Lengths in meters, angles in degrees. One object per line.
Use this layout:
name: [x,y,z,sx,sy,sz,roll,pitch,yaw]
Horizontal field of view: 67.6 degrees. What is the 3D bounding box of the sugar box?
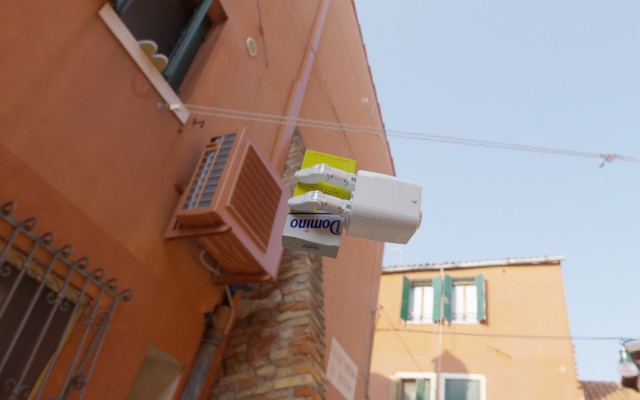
sugar box: [0.000,0.002,0.791,0.093,0.176,0.048,12,-35,2]
